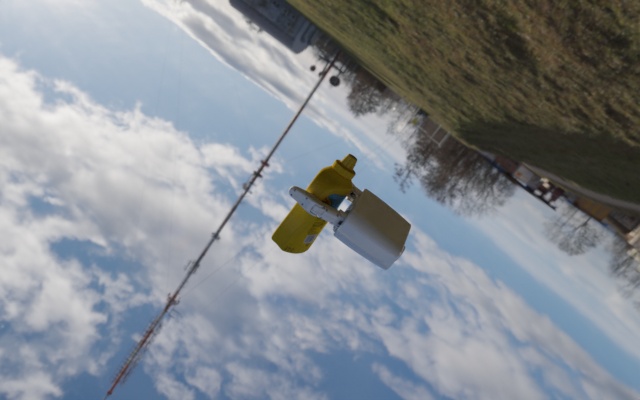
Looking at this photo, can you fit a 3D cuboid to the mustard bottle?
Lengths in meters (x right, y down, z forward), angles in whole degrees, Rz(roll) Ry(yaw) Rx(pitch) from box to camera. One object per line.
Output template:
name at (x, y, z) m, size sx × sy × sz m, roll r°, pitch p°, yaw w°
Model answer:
mustard bottle at (0.000, 0.003, 0.805) m, size 0.058 × 0.192 × 0.096 m, roll 45°, pitch 20°, yaw 23°
